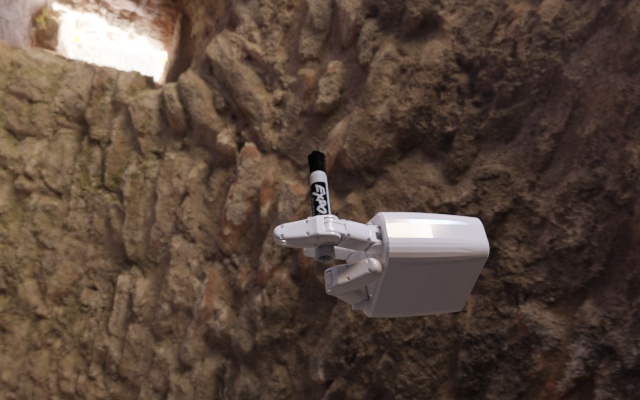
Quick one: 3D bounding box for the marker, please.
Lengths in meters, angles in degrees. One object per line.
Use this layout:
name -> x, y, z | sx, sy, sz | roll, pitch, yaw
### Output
marker -> 0.000, 0.002, 0.468 | 0.020, 0.121, 0.020 | -4, -31, -2
